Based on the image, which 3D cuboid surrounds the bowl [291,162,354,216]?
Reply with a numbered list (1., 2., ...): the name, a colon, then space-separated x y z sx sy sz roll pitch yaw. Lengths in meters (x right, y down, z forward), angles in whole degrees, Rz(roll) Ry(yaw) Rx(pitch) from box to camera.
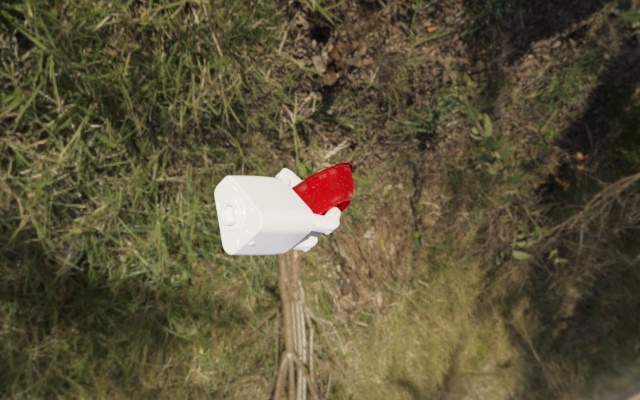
1. bowl: 0.001 0.003 0.825 0.162 0.055 0.162 -31 -14 -8
